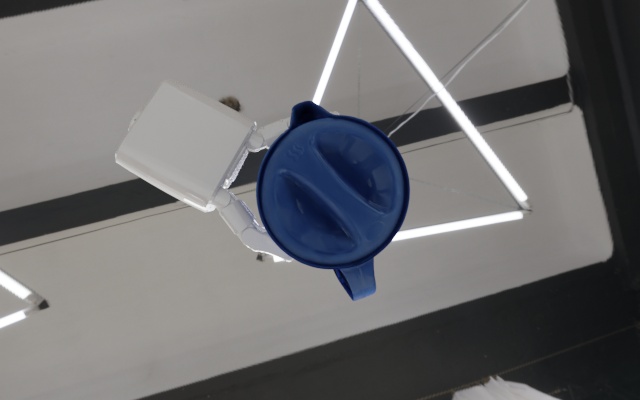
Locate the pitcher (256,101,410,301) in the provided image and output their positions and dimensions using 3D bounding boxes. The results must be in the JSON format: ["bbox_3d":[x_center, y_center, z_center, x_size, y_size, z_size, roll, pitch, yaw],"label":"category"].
[{"bbox_3d":[0.000,0.002,0.519,0.145,0.149,0.243,25,-3,-7],"label":"pitcher"}]
